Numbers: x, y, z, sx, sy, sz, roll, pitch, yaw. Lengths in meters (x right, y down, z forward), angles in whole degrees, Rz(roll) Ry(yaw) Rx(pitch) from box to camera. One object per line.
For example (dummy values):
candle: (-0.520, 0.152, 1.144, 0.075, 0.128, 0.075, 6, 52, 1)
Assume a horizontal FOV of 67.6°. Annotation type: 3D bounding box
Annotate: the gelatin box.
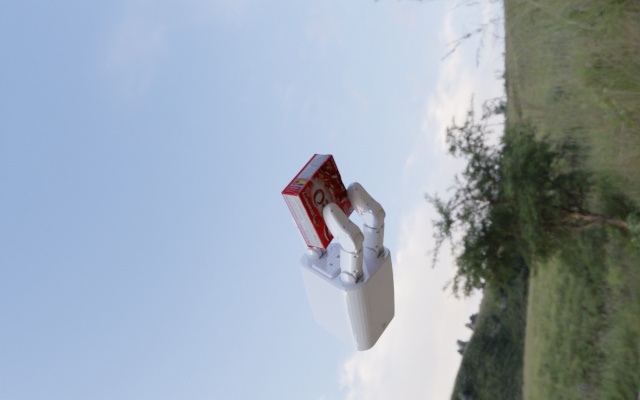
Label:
gelatin box: (0.000, 0.002, 0.557, 0.030, 0.089, 0.073, 7, 45, 38)
